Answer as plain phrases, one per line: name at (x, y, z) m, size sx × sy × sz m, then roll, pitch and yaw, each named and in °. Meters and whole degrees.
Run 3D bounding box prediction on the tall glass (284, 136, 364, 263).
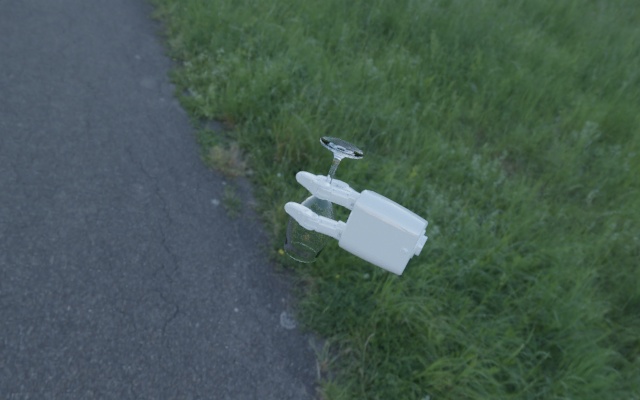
tall glass at (0.000, 0.002, 0.778) m, size 0.079 × 0.201 × 0.079 m, roll 18°, pitch 23°, yaw -8°
